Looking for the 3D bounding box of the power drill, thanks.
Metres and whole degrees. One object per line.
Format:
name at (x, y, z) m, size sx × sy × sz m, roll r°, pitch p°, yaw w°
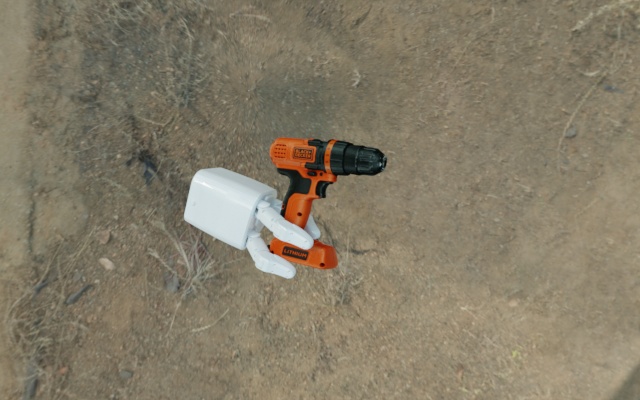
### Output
power drill at (0.000, 0.003, 0.705) m, size 0.184 × 0.187 × 0.057 m, roll 9°, pitch 1°, yaw 29°
